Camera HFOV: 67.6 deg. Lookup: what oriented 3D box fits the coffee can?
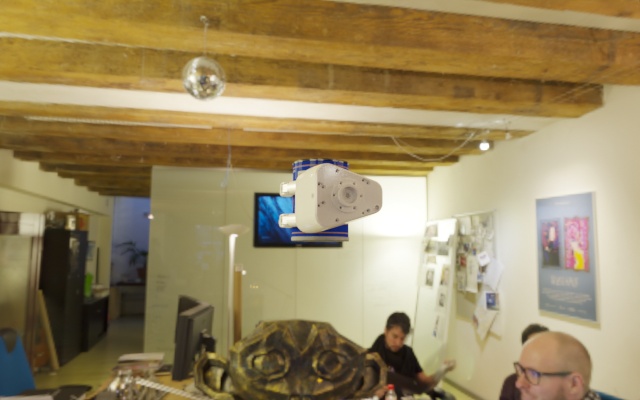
[{"bbox_3d":[0.000,0.003,0.853,0.103,0.140,0.103,0,-6,0],"label":"coffee can"}]
